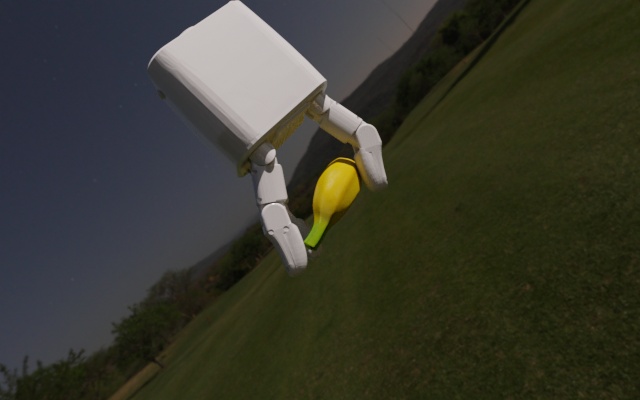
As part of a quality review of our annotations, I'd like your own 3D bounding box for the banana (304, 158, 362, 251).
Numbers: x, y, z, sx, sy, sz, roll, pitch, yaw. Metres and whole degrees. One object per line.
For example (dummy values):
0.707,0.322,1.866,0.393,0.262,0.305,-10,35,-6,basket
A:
0.012,-0.011,0.463,0.037,0.069,0.197,41,12,-3,banana
